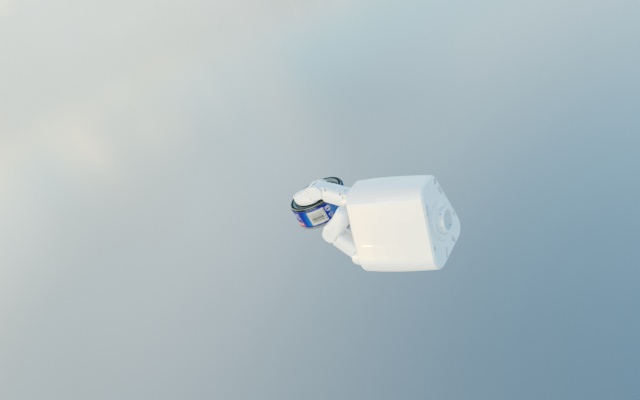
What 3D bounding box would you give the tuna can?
[{"bbox_3d":[0.000,0.002,0.694,0.086,0.034,0.086,-25,24,12],"label":"tuna can"}]
